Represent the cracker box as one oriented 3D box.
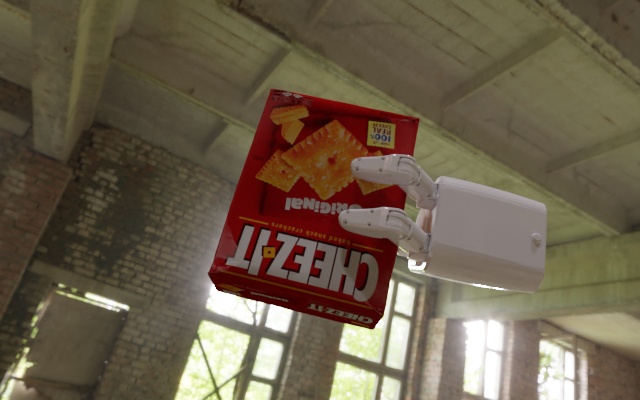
[{"bbox_3d":[0.000,0.001,0.483,0.164,0.213,0.072,13,-24,3],"label":"cracker box"}]
